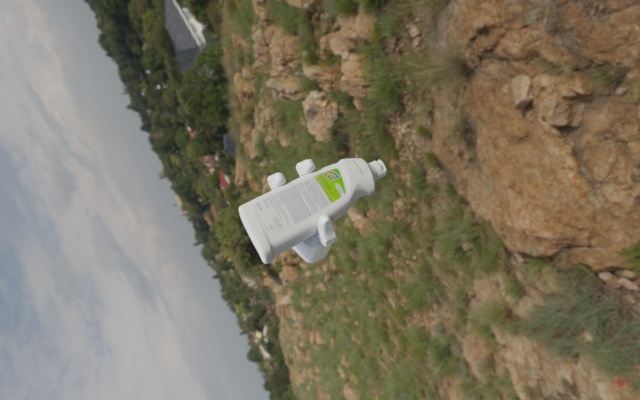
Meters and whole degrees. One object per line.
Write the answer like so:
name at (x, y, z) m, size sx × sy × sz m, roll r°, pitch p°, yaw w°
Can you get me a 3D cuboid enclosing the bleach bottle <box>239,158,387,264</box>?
bleach bottle at (0.000, 0.002, 0.781) m, size 0.251 × 0.102 × 0.068 m, roll -25°, pitch -19°, yaw -14°
